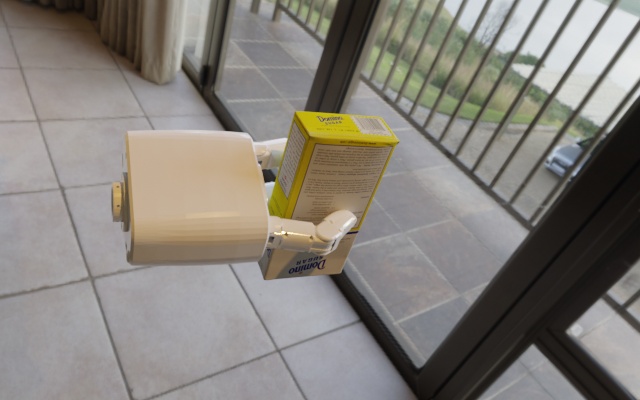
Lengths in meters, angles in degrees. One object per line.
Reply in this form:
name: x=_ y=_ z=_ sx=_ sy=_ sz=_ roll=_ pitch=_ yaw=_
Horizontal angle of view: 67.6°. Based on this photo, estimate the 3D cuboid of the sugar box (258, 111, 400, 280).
sugar box: x=0.000 y=0.001 z=0.466 sx=0.093 sy=0.176 sz=0.048 roll=0 pitch=43 yaw=-27
